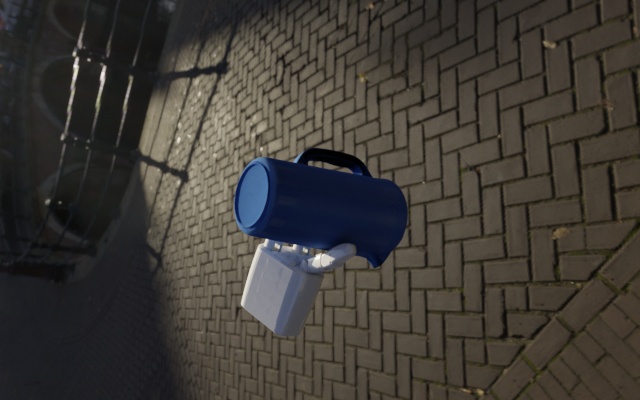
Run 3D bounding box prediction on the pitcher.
[{"bbox_3d":[0.000,0.003,0.709,0.243,0.145,0.149,12,16,-37],"label":"pitcher"}]
